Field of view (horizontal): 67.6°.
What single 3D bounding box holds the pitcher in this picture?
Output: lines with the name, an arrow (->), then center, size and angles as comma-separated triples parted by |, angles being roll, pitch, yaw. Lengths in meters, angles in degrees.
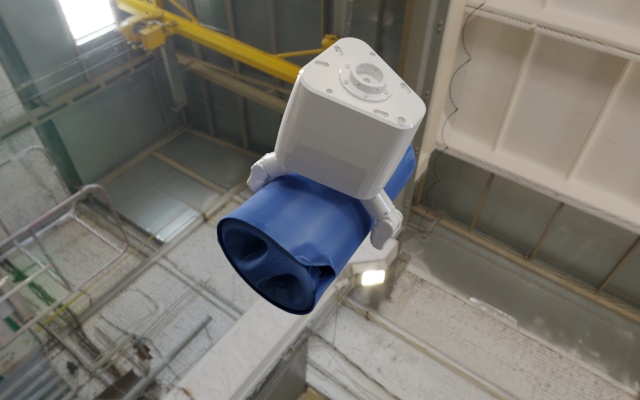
pitcher -> 0.000, 0.002, 0.563 | 0.242, 0.149, 0.145 | -45, -11, -34
